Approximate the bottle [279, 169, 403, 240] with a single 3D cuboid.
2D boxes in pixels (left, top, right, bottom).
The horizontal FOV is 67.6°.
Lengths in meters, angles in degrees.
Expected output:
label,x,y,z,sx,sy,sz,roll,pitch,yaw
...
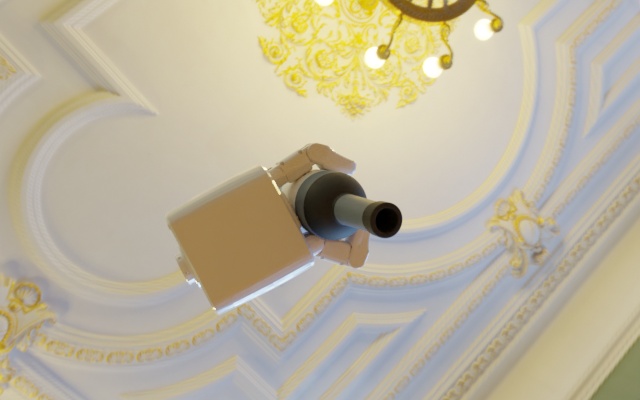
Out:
label,x,y,z,sx,sy,sz,roll,pitch,yaw
bottle,0.000,0.002,0.493,0.069,0.069,0.295,0,5,-20
